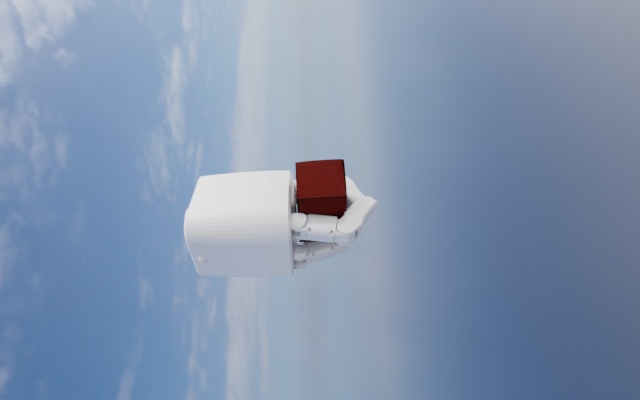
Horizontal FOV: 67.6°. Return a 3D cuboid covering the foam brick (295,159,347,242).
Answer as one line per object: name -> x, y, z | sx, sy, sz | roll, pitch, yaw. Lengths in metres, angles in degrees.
foam brick -> 0.000, 0.001, 0.508 | 0.051, 0.053, 0.078 | -2, -40, -1
